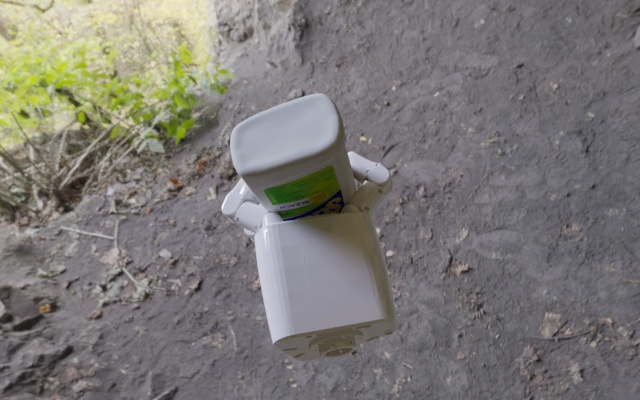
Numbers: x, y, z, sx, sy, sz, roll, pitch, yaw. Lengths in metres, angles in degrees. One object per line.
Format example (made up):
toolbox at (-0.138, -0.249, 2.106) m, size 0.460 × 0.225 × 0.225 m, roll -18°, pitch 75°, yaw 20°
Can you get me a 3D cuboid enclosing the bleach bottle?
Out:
bleach bottle at (0.000, 0.002, 0.502) m, size 0.102 × 0.068 × 0.251 m, roll -18°, pitch -31°, yaw 7°
